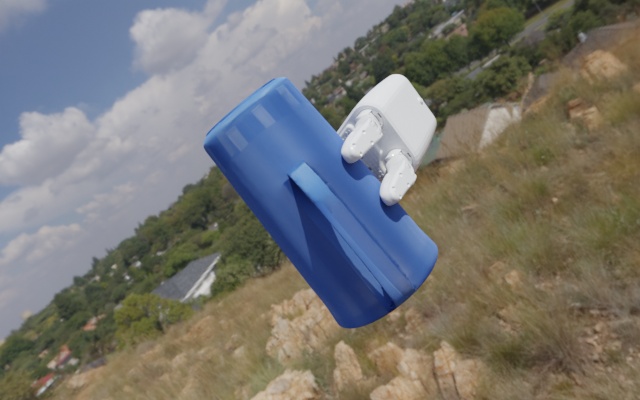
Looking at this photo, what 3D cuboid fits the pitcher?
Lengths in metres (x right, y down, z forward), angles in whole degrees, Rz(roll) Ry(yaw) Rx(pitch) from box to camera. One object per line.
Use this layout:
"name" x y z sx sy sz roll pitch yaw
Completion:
"pitcher" 0.000 0.001 0.478 0.149 0.243 0.145 -30 15 42
